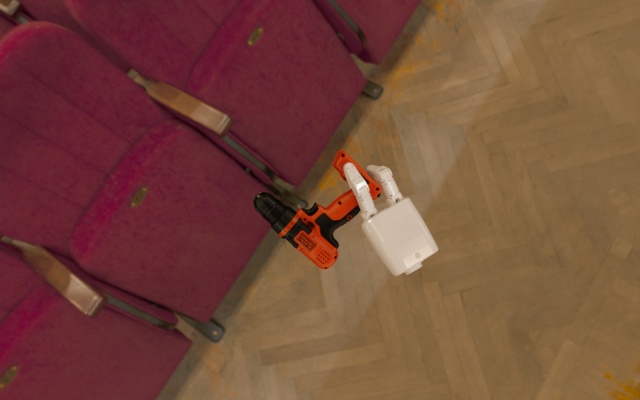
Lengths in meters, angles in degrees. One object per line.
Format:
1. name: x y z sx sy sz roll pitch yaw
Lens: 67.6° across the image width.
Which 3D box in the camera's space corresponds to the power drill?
1. power drill: 0.001 0.003 0.846 0.184 0.187 0.057 42 5 -8
